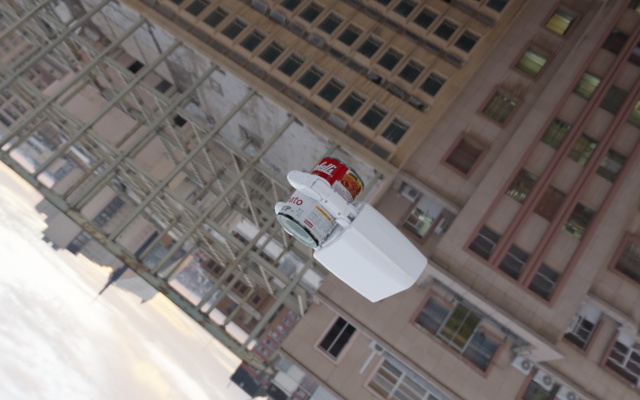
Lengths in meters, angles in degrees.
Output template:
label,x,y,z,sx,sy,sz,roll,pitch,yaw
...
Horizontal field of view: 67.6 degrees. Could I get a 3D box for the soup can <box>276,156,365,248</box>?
label,x,y,z,sx,sy,sz,roll,pitch,yaw
soup can,0.000,0.002,0.614,0.068,0.102,0.068,35,-18,13
